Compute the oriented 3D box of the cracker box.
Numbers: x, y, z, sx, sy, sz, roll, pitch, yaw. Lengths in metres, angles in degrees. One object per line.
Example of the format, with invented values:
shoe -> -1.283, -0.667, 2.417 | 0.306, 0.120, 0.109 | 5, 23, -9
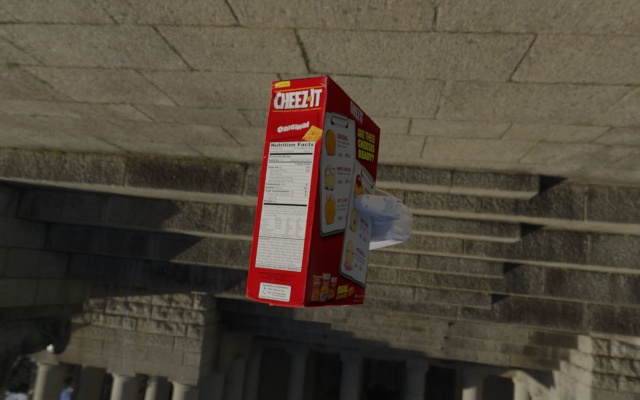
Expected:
cracker box -> 0.000, 0.002, 0.507 | 0.072, 0.213, 0.164 | 2, -9, 25
